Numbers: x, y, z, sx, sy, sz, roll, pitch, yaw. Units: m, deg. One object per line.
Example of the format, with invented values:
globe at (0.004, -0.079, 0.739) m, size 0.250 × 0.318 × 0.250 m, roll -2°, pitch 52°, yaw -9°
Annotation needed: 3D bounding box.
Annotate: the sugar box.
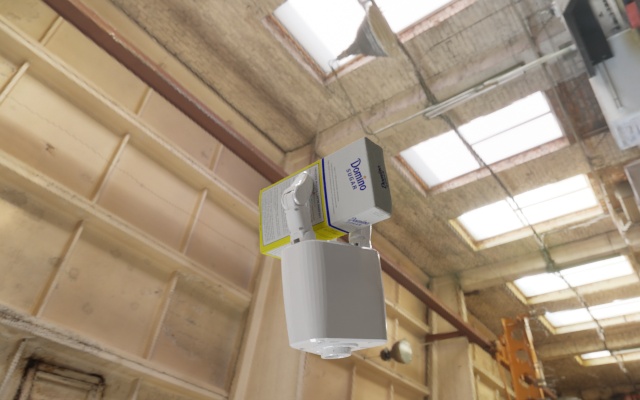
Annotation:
sugar box at (0.000, 0.002, 0.584) m, size 0.176 × 0.093 × 0.048 m, roll -22°, pitch -30°, yaw 32°
